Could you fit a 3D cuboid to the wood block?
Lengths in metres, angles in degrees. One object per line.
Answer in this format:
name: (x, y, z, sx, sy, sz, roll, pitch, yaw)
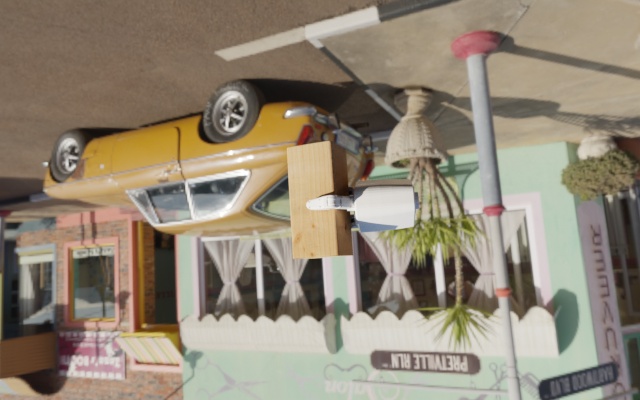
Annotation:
wood block: (0.000, 0.003, 0.894, 0.090, 0.206, 0.091, -6, -8, 21)
